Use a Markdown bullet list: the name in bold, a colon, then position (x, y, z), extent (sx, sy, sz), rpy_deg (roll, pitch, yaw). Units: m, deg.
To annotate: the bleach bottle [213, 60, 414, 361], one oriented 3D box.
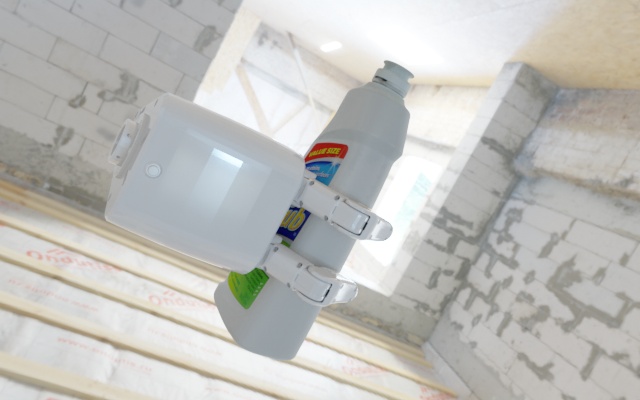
- **bleach bottle**: position (0.000, 0.001, 0.402), extent (0.068, 0.251, 0.102), rpy_deg (25, 6, -30)
